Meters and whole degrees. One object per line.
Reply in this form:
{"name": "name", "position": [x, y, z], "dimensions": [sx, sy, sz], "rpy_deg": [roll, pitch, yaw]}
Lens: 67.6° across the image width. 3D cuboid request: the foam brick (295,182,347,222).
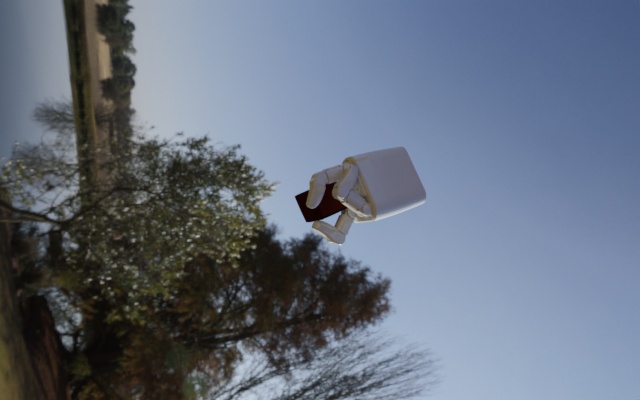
{"name": "foam brick", "position": [0.000, 0.003, 0.812], "dimensions": [0.051, 0.053, 0.078], "rpy_deg": [-25, 5, -24]}
